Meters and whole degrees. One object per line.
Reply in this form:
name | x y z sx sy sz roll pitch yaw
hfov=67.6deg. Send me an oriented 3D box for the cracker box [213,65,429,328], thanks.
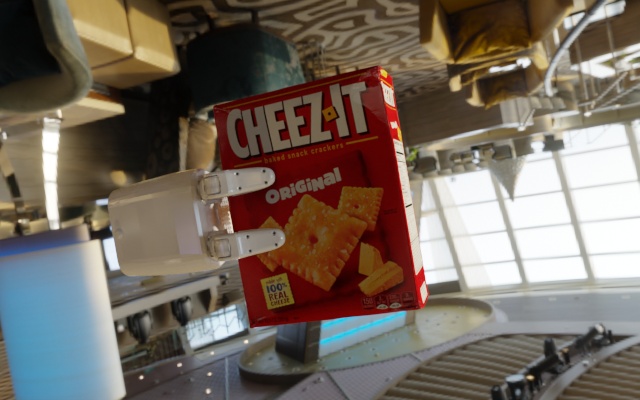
cracker box | 0.000 0.002 0.447 0.164 0.213 0.072 -10 1 17
